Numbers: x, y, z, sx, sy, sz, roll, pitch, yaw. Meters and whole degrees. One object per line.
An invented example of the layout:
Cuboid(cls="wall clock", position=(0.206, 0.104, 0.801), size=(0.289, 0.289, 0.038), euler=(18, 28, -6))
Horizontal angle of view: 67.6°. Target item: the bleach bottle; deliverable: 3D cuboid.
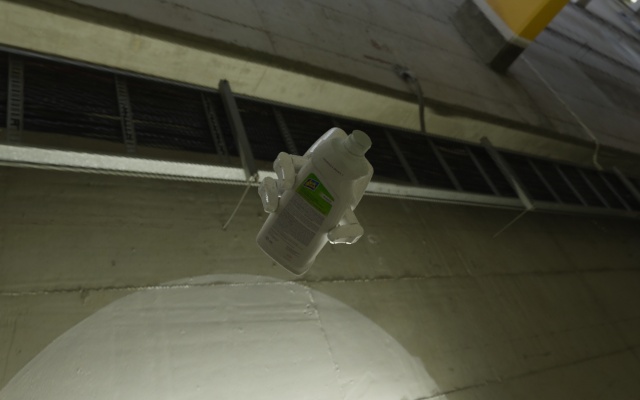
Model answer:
Cuboid(cls="bleach bottle", position=(0.000, 0.002, 0.687), size=(0.102, 0.251, 0.068), euler=(37, 39, -1))
